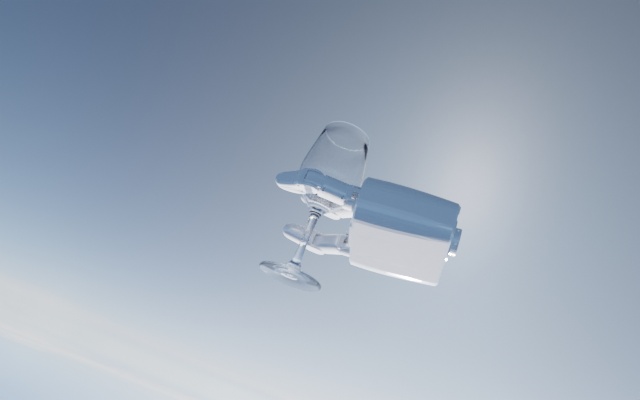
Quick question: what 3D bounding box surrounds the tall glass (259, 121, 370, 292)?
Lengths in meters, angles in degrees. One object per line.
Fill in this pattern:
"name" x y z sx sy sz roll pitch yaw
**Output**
"tall glass" 0.000 0.002 0.572 0.079 0.201 0.079 18 -24 8
